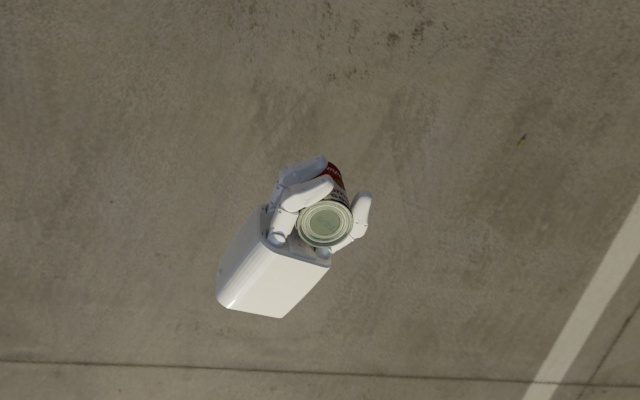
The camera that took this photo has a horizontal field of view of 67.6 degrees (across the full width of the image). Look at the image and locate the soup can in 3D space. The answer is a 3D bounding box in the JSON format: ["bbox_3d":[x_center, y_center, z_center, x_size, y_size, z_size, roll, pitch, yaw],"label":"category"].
[{"bbox_3d":[0.001,0.002,0.583,0.068,0.068,0.102,0,30,-7],"label":"soup can"}]
